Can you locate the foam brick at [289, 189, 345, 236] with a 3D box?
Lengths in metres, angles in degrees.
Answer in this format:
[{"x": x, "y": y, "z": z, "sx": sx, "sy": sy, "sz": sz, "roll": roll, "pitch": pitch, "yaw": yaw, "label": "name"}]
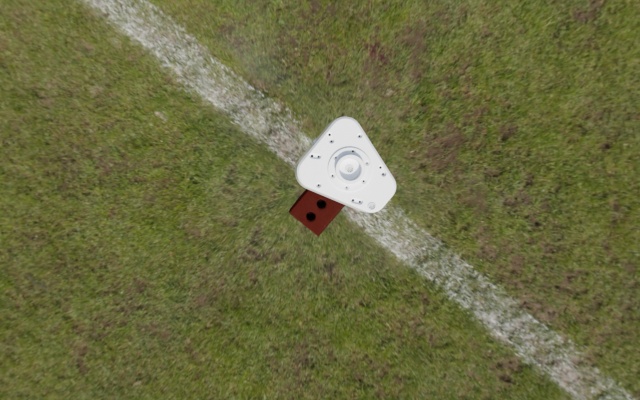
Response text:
[{"x": 0.000, "y": 0.002, "z": 0.660, "sx": 0.053, "sy": 0.078, "sz": 0.051, "roll": 39, "pitch": 3, "yaw": -6, "label": "foam brick"}]
